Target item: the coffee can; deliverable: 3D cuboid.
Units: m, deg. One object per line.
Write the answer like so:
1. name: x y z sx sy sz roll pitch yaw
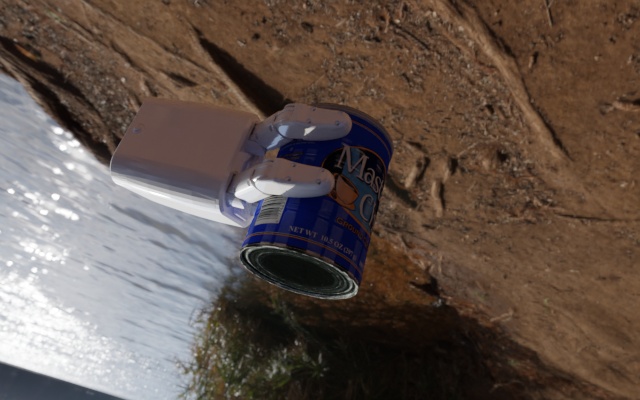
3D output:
1. coffee can: 0.000 0.001 0.419 0.103 0.140 0.103 14 -27 7
